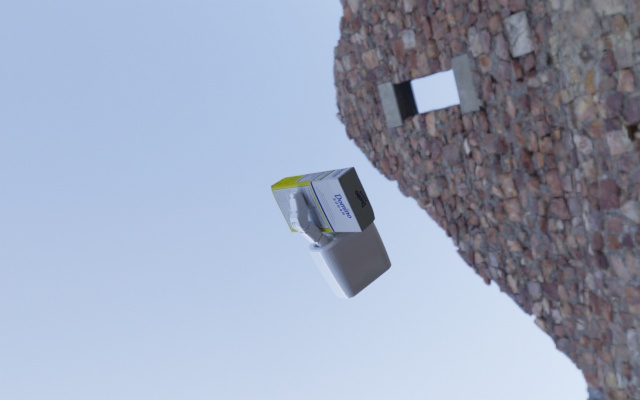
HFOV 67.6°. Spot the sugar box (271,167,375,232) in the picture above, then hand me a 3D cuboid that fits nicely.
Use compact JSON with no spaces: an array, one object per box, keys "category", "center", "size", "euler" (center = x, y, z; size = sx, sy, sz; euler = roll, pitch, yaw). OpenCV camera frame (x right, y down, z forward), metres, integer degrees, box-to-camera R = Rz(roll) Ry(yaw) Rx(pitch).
[{"category":"sugar box","center":[0.000,0.002,0.765],"size":[0.176,0.093,0.048],"euler":[-5,26,48]}]
